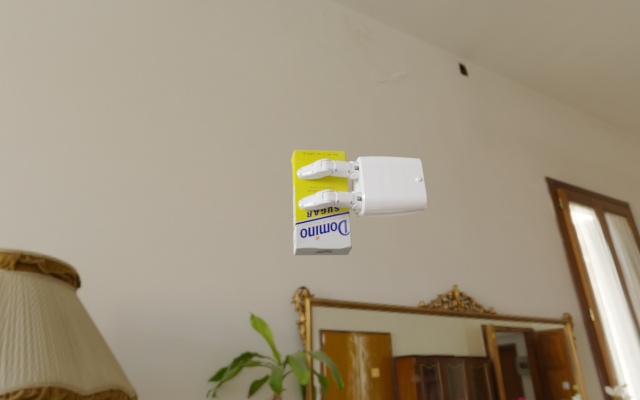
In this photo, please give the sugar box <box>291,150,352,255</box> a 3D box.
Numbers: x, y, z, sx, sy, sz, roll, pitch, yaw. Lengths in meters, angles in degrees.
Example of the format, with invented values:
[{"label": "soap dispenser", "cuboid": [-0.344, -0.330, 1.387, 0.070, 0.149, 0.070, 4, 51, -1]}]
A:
[{"label": "sugar box", "cuboid": [0.000, 0.002, 0.801, 0.093, 0.176, 0.048, 0, -24, -8]}]
